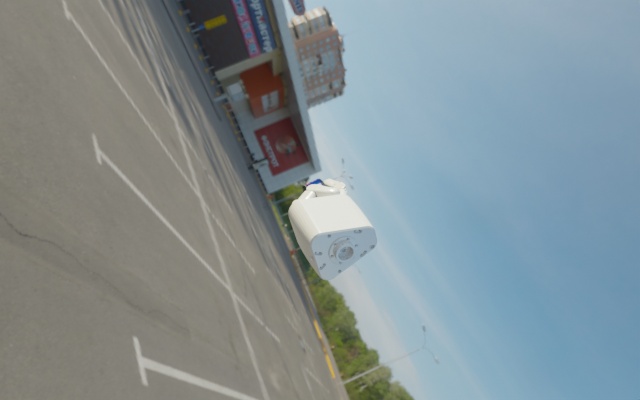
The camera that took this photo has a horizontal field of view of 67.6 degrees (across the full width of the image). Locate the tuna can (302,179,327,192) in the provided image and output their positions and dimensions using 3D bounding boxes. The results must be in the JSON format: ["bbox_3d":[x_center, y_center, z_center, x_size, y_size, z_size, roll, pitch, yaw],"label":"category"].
[{"bbox_3d":[0.001,0.003,0.893,0.034,0.086,0.086,-26,5,-10],"label":"tuna can"}]
